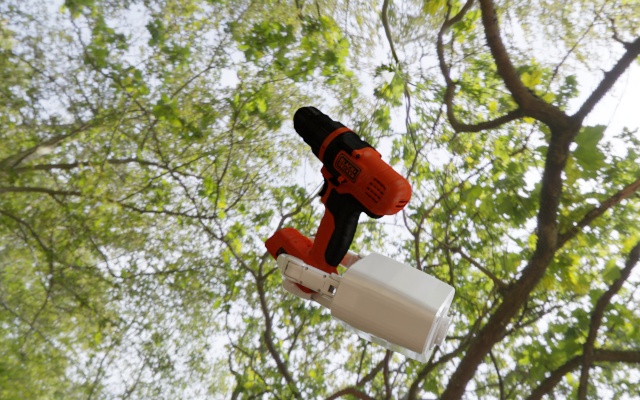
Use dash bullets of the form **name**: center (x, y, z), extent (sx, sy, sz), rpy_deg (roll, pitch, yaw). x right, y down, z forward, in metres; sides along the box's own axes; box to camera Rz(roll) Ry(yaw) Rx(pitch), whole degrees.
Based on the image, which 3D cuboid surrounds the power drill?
- **power drill**: center (0.000, 0.002, 0.572), extent (0.057, 0.188, 0.184), rpy_deg (-4, 40, -46)
